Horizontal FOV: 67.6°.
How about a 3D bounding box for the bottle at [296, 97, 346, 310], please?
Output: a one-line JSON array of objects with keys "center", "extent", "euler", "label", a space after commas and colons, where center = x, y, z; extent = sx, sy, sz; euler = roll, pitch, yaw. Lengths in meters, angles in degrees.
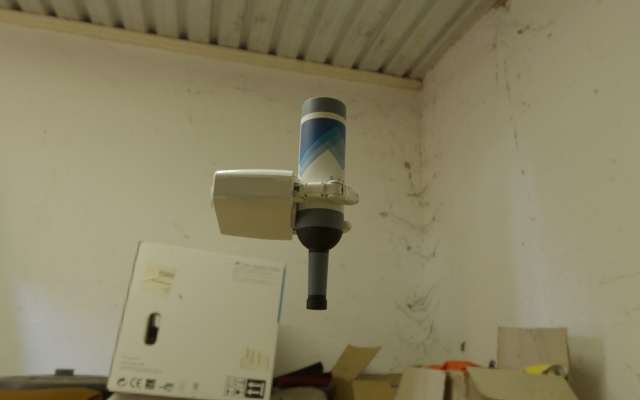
[{"center": [0.000, 0.002, 0.668], "extent": [0.069, 0.295, 0.069], "euler": [2, -17, 1], "label": "bottle"}]
